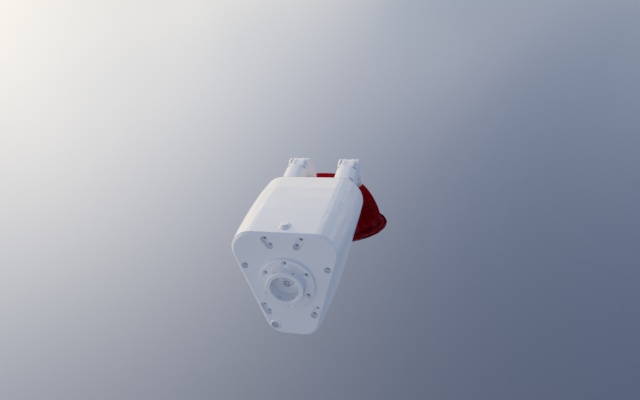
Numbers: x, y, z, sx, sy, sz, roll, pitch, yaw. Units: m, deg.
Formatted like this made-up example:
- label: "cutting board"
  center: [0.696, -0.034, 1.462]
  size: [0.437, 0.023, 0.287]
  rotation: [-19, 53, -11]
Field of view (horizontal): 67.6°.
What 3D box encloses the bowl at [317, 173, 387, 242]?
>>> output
- label: "bowl"
  center: [0.000, 0.001, 0.586]
  size: [0.162, 0.055, 0.162]
  rotation: [-2, 15, 0]
